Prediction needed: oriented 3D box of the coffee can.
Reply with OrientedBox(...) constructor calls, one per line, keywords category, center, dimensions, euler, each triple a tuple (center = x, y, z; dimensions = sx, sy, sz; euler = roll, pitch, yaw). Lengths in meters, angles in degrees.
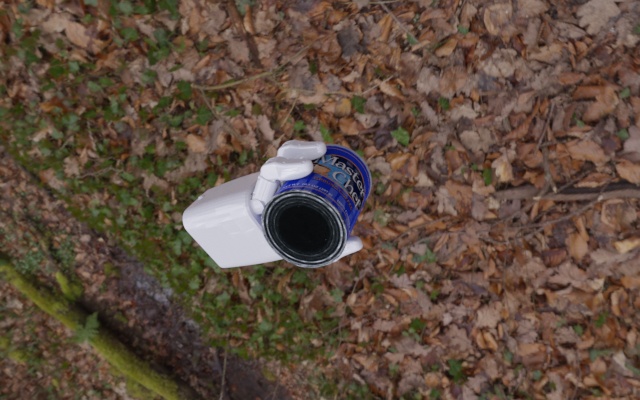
OrientedBox(category="coffee can", center=(0.000, 0.002, 0.595), dimensions=(0.103, 0.103, 0.140), euler=(0, 27, 19))
